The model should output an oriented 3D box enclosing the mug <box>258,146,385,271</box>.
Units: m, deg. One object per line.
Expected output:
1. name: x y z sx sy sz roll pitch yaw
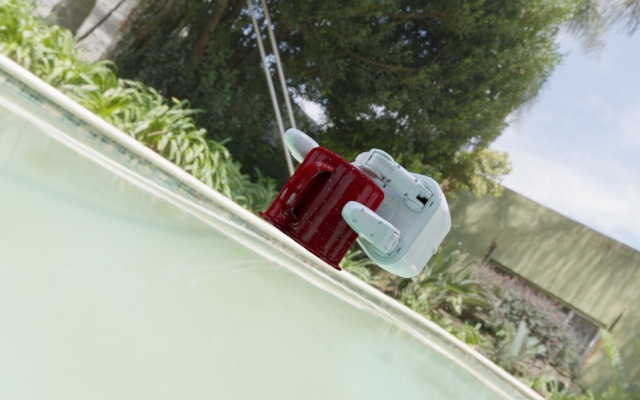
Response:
1. mug: 0.000 0.001 0.425 0.093 0.081 0.117 34 -3 28
